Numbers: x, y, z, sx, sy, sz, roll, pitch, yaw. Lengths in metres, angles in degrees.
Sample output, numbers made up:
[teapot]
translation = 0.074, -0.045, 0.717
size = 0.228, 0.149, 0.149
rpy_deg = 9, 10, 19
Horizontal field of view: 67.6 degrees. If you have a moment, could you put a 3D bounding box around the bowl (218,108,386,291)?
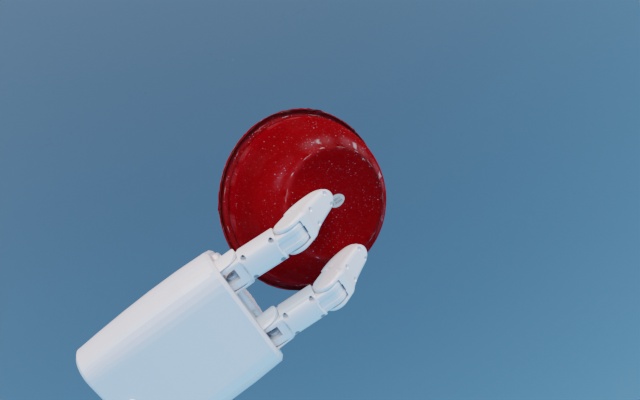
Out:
[bowl]
translation = 0.001, 0.000, 0.402
size = 0.162, 0.162, 0.055
rpy_deg = 0, 3, -29
